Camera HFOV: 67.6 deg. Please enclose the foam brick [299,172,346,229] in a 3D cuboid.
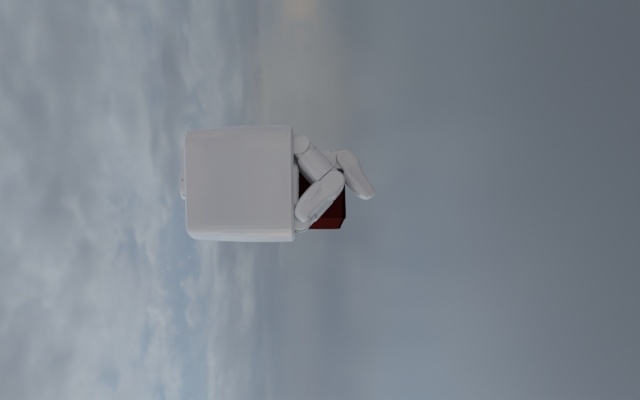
[{"bbox_3d":[0.000,0.002,0.551,0.051,0.053,0.078,-1,-13,-2],"label":"foam brick"}]
